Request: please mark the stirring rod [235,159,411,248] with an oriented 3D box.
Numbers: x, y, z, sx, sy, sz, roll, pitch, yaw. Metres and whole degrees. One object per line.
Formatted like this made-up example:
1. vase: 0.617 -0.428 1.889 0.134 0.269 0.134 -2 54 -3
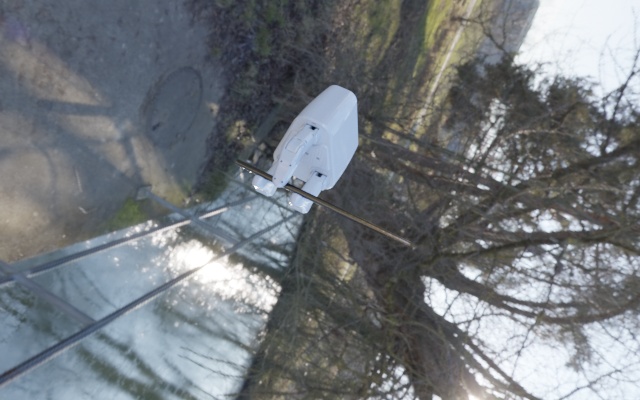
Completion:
1. stirring rod: 0.000 0.002 0.591 0.239 0.011 0.011 26 4 10
